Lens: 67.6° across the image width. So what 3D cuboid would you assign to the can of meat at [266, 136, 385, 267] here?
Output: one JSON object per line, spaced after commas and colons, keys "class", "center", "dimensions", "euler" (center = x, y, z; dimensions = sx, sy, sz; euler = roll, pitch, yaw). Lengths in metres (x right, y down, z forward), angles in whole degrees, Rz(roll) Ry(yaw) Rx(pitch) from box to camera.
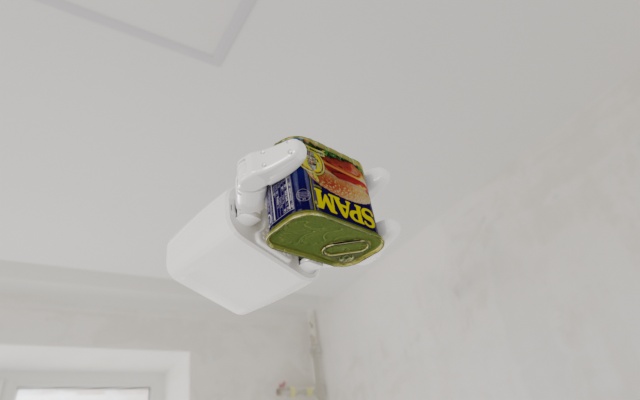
{"class": "can of meat", "center": [0.000, 0.001, 0.409], "dimensions": [0.102, 0.084, 0.057], "euler": [22, -45, -38]}
